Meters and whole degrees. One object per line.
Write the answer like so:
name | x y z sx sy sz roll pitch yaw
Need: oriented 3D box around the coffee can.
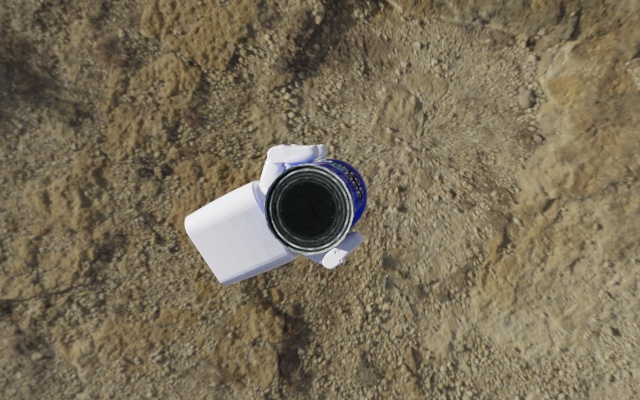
coffee can | 0.000 0.002 0.592 0.103 0.103 0.140 0 7 12
